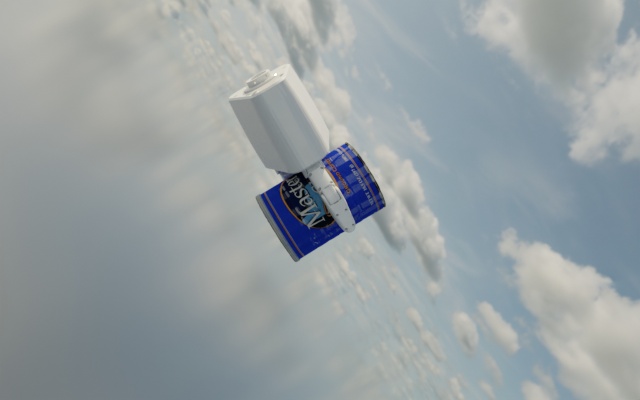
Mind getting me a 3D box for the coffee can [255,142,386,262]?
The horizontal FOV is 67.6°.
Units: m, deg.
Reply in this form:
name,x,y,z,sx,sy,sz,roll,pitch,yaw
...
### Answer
name,x,y,z,sx,sy,sz,roll,pitch,yaw
coffee can,0.000,0.002,0.634,0.140,0.103,0.103,-31,2,-3
